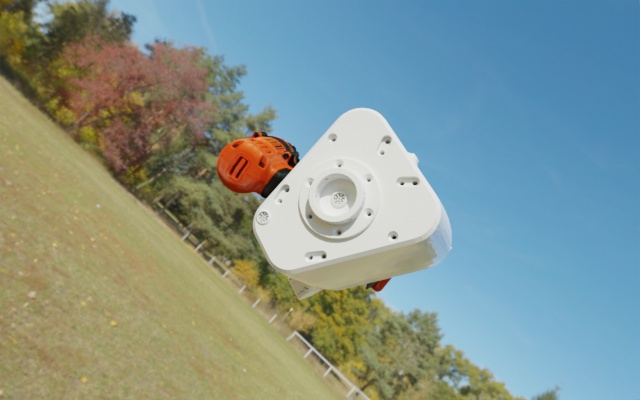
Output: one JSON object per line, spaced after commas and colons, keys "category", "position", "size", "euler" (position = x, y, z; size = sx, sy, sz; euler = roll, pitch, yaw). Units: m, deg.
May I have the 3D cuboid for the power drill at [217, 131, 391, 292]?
{"category": "power drill", "position": [0.000, 0.002, 0.473], "size": [0.187, 0.057, 0.184], "euler": [34, 12, 3]}
